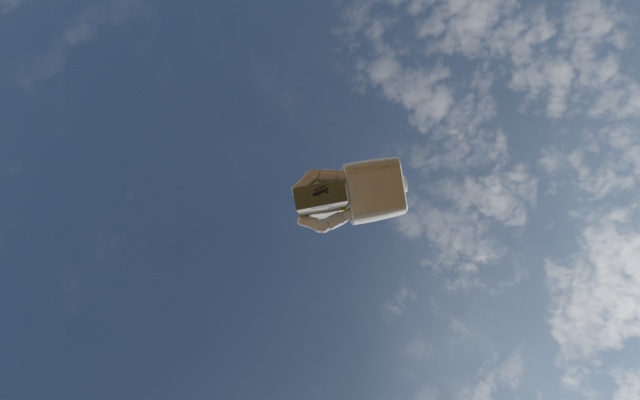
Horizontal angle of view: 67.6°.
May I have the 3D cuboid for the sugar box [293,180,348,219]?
[{"bbox_3d":[0.000,0.002,0.894,0.093,0.048,0.176,-10,-11,-2],"label":"sugar box"}]
